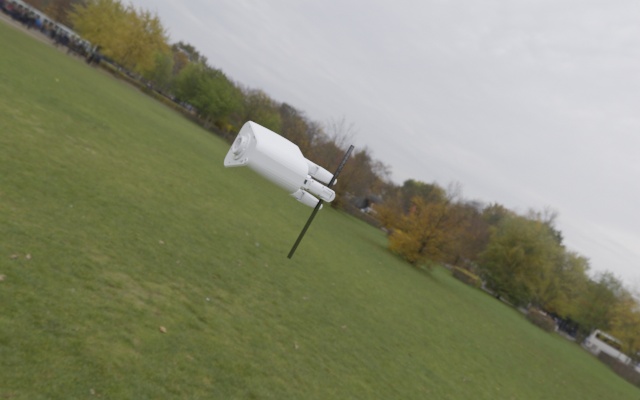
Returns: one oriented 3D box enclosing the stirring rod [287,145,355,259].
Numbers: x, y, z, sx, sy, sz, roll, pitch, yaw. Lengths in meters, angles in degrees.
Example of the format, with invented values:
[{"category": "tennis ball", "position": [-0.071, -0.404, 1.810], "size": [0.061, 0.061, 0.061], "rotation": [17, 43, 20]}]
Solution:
[{"category": "stirring rod", "position": [0.000, 0.003, 0.886], "size": [0.011, 0.239, 0.011], "rotation": [30, 2, -1]}]
